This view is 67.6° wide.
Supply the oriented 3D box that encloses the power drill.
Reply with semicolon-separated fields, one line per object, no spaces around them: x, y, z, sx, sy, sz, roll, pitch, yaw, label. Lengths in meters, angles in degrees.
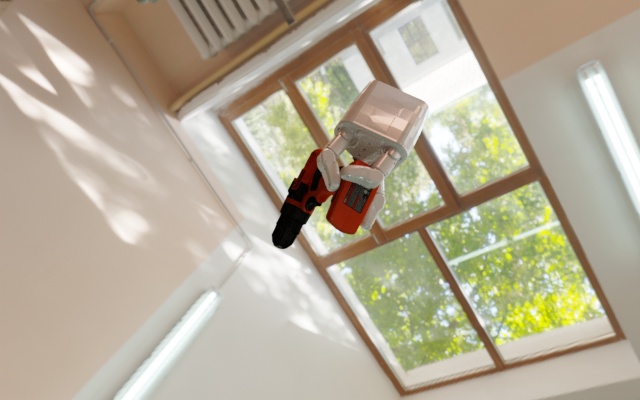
0.000;0.002;0.748;0.057;0.184;0.187;29;-9;-28;power drill
